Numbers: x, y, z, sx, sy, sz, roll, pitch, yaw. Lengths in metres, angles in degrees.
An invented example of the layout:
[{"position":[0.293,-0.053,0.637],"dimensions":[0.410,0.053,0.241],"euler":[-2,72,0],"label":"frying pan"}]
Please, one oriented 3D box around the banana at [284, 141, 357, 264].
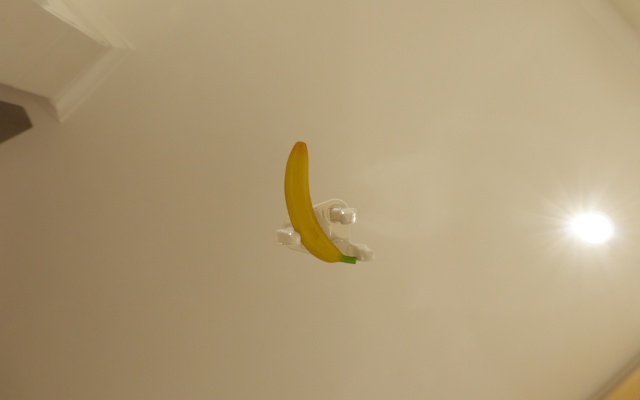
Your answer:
[{"position":[-0.015,0.013,0.709],"dimensions":[0.069,0.198,0.037],"euler":[-24,0,6],"label":"banana"}]
